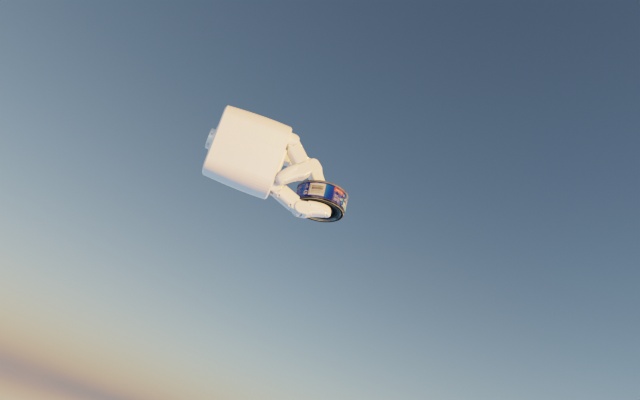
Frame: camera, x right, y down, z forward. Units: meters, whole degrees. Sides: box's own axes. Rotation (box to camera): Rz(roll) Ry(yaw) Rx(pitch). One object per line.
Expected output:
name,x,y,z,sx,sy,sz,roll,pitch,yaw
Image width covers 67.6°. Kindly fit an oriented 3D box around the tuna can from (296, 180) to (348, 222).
tuna can,0.000,0.003,0.776,0.086,0.033,0.086,10,-27,5
